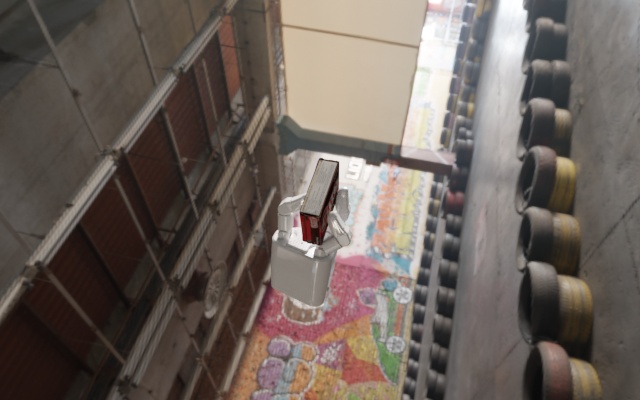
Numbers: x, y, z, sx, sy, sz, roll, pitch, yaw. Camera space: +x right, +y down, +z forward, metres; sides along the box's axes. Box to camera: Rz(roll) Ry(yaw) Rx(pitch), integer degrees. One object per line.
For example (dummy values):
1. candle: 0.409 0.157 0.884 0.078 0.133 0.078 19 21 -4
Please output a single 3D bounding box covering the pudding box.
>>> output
1. pudding box: 0.000 0.003 0.768 0.039 0.113 0.090 12 -32 8
